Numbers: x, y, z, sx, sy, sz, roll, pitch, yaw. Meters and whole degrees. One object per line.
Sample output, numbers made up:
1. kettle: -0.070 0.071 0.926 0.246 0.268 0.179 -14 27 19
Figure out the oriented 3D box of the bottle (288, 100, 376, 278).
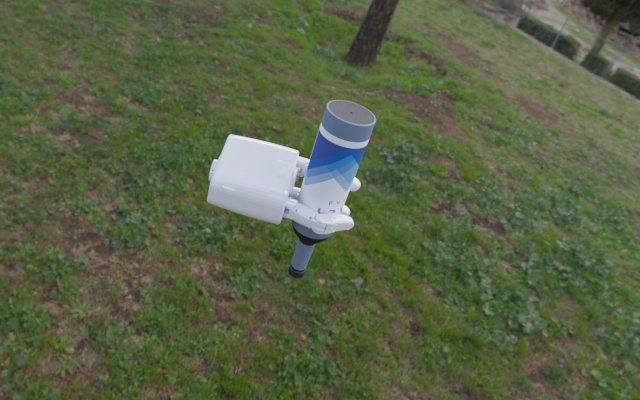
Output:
1. bottle: 0.000 0.002 0.692 0.069 0.296 0.069 13 35 -9
